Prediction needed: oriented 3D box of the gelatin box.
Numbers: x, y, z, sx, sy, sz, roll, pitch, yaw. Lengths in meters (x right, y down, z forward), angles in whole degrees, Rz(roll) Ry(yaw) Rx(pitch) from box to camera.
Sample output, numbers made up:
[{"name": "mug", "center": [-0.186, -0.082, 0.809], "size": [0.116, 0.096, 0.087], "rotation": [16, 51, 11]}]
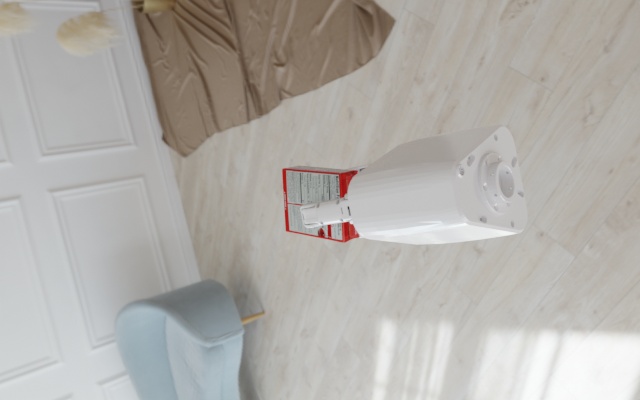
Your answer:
[{"name": "gelatin box", "center": [0.000, 0.002, 0.515], "size": [0.089, 0.073, 0.030], "rotation": [7, 15, 41]}]
